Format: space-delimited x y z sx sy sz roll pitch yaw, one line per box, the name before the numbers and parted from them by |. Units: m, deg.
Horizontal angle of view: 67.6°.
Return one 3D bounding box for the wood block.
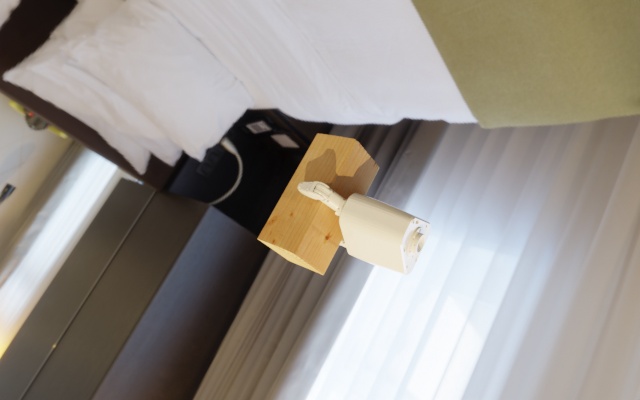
wood block | 0.000 0.003 0.786 0.090 0.206 0.091 16 -19 42
